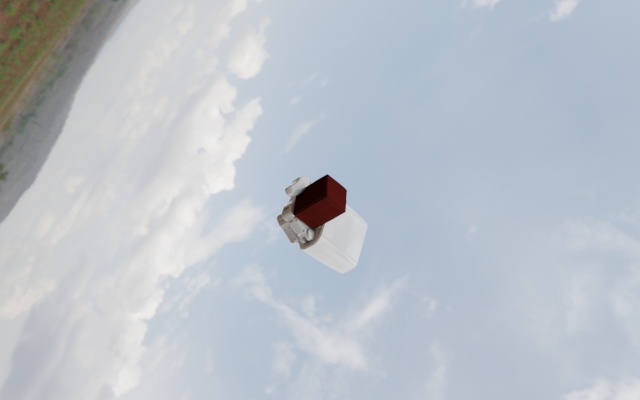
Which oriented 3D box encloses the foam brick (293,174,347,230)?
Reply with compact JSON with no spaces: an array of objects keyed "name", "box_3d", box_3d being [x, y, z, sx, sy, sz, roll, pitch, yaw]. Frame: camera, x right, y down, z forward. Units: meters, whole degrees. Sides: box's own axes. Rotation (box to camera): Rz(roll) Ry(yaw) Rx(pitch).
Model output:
[{"name":"foam brick","box_3d":[0.000,0.003,0.808,0.078,0.053,0.051,-30,-53,34]}]
